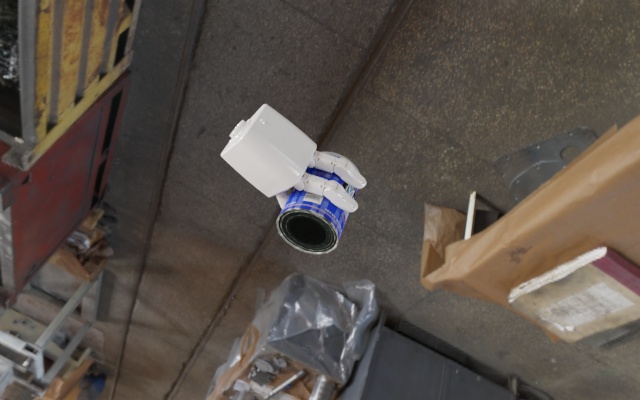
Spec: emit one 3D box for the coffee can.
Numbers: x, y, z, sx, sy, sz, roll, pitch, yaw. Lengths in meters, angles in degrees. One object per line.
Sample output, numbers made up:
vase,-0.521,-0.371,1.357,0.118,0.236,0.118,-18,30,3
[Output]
coffee can,0.000,0.003,0.787,0.103,0.103,0.140,0,43,24
